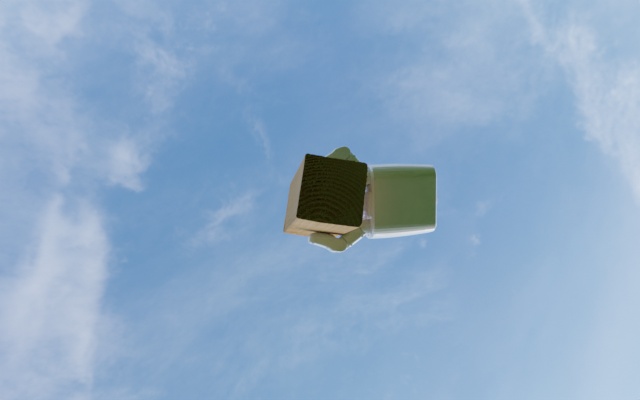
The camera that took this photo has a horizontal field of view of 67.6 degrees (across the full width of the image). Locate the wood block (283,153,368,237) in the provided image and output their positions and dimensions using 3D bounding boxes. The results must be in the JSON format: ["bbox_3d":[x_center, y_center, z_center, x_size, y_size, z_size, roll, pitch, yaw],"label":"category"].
[{"bbox_3d":[0.000,0.003,0.730,0.090,0.091,0.206,8,-10,-8],"label":"wood block"}]
